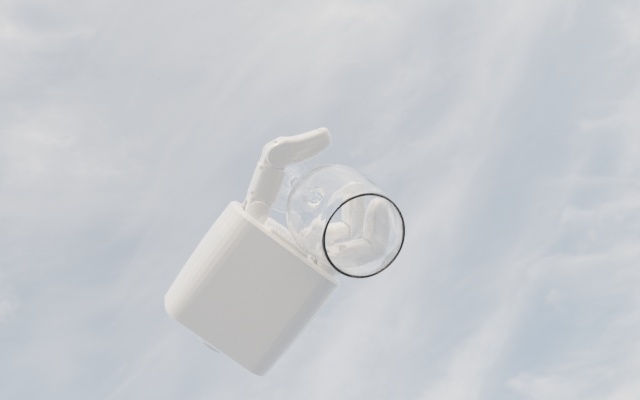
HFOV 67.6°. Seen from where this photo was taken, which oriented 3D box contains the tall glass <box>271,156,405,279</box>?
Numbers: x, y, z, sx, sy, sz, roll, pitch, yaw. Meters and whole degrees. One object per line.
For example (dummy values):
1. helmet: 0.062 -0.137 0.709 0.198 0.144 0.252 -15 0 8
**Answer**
1. tall glass: 0.000 0.001 0.418 0.079 0.079 0.201 0 13 -19
